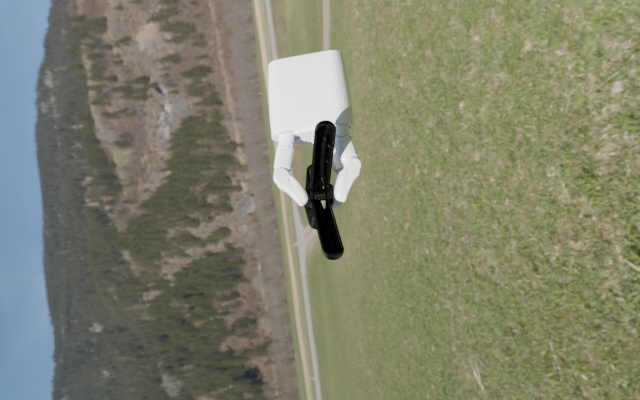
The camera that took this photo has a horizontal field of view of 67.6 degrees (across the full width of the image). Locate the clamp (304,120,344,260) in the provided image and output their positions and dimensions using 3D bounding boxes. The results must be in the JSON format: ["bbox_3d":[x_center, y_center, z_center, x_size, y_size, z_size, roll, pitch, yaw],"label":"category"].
[{"bbox_3d":[-0.001,0.002,0.645,0.036,0.164,0.210,-2,-10,-7],"label":"clamp"}]
